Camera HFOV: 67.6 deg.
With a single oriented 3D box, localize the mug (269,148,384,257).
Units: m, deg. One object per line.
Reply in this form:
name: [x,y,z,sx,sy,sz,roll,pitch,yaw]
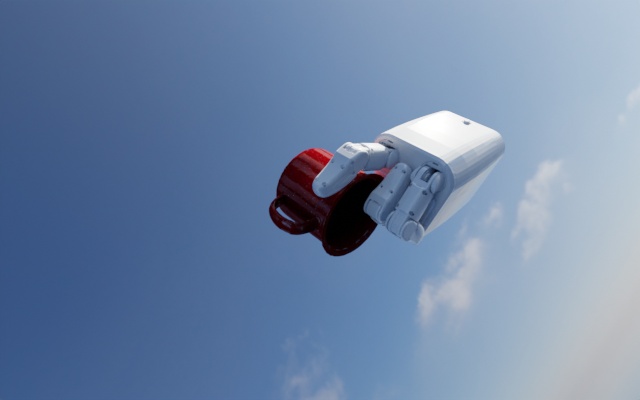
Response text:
mug: [-0.001,0.002,0.484,0.117,0.093,0.081,-26,45,-35]
